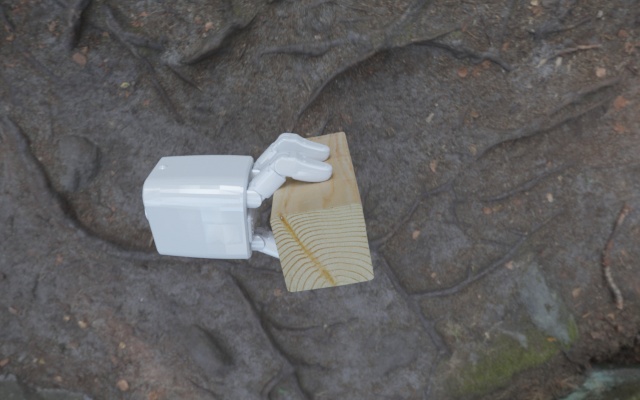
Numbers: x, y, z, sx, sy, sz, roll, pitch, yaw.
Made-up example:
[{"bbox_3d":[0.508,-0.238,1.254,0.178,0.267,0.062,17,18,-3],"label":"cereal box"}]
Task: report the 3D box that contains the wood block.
[{"bbox_3d":[0.000,0.002,0.551,0.090,0.091,0.206,-10,27,3],"label":"wood block"}]
